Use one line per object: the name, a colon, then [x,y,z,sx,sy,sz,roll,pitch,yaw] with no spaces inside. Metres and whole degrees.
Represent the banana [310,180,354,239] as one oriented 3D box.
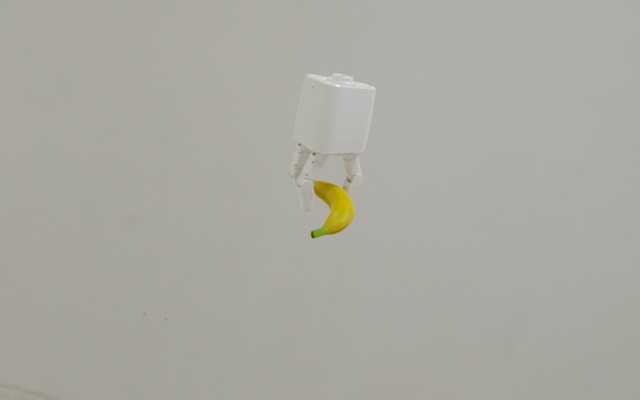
banana: [0.019,0.006,0.776,0.069,0.037,0.197,6,22,-4]
